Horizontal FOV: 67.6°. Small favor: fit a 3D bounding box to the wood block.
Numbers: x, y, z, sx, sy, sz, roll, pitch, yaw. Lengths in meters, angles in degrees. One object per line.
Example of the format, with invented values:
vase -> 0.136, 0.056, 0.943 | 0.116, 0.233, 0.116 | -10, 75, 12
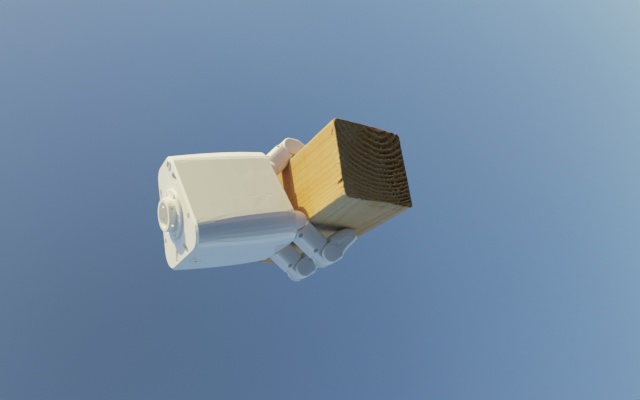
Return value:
wood block -> 0.000, 0.002, 0.561 | 0.090, 0.090, 0.206 | 9, -27, -32
